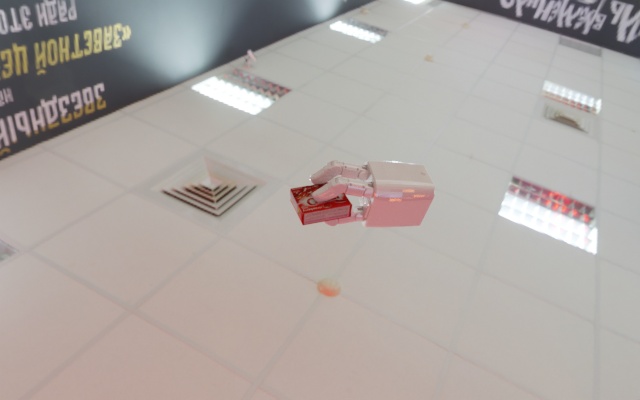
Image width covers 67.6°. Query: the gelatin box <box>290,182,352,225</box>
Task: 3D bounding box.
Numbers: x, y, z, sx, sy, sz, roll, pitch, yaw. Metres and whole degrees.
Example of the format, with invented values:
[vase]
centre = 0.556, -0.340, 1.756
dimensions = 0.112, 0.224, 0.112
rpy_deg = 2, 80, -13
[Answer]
[gelatin box]
centre = 0.000, 0.003, 0.814
dimensions = 0.089, 0.030, 0.073
rpy_deg = -10, 39, -16
